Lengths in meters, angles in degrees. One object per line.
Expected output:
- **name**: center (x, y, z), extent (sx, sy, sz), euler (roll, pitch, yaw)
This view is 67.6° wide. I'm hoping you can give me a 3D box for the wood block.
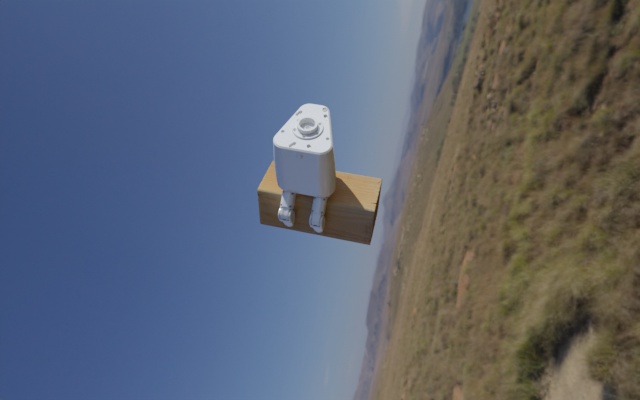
- **wood block**: center (0.000, 0.002, 0.869), extent (0.206, 0.090, 0.090), euler (11, 44, 10)
